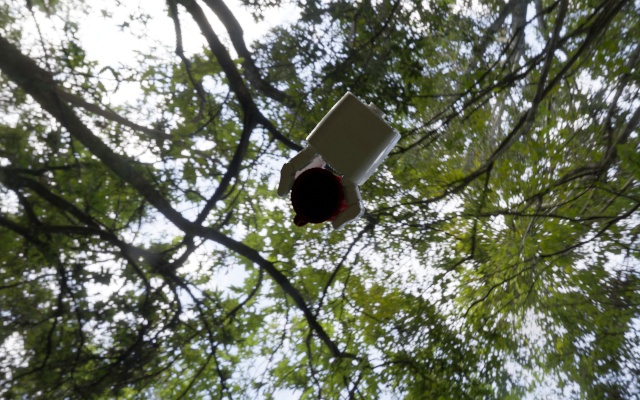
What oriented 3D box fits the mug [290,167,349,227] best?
[{"bbox_3d":[-0.001,0.004,0.821,0.093,0.117,0.081,47,15,19],"label":"mug"}]
